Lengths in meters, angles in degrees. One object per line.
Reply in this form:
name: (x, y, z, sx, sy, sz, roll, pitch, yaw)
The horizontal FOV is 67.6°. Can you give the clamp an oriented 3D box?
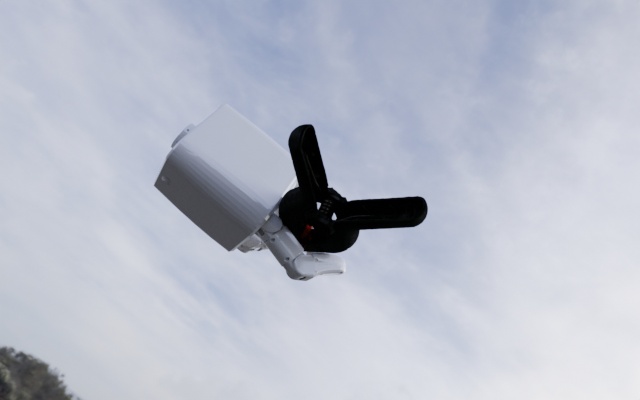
clamp: (0.000, 0.001, 0.419, 0.120, 0.039, 0.171, 42, -34, -9)
